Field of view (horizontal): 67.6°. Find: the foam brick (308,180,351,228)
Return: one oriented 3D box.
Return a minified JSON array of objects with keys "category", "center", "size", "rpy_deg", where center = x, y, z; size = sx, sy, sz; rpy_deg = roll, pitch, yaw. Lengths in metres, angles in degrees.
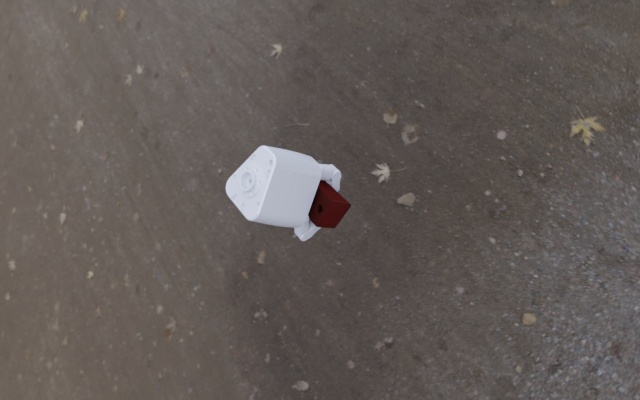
[{"category":"foam brick","center":[0.000,0.003,0.798],"size":[0.051,0.053,0.078],"rpy_deg":[8,30,-51]}]
